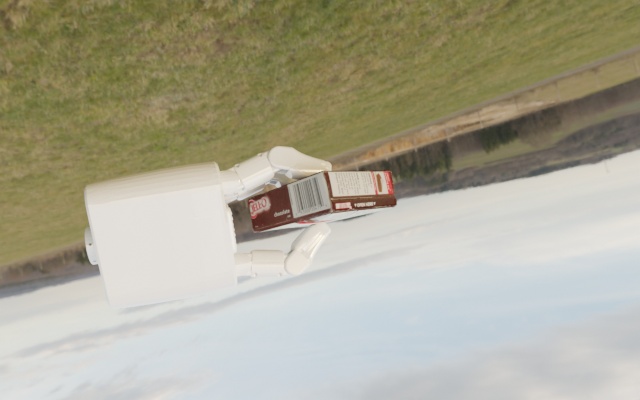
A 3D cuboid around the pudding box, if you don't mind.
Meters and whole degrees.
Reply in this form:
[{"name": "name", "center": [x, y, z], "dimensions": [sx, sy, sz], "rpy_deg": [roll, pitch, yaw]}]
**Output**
[{"name": "pudding box", "center": [0.000, 0.002, 0.450], "dimensions": [0.090, 0.039, 0.113], "rpy_deg": [-5, -7, -44]}]
